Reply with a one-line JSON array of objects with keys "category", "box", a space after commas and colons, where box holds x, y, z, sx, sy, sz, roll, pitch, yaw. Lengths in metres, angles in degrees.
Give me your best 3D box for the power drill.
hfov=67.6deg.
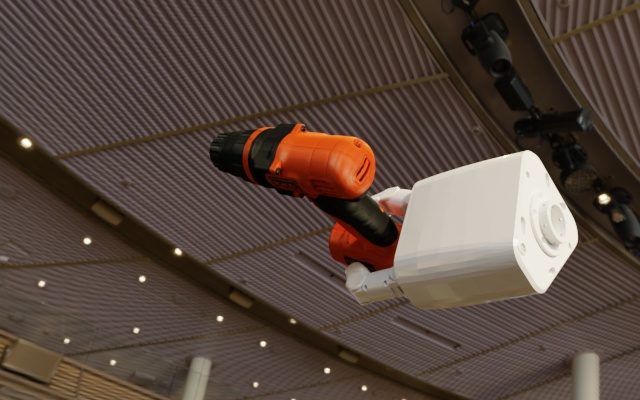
[{"category": "power drill", "box": [0.001, 0.002, 0.451, 0.184, 0.057, 0.188, 13, -22, 44]}]
